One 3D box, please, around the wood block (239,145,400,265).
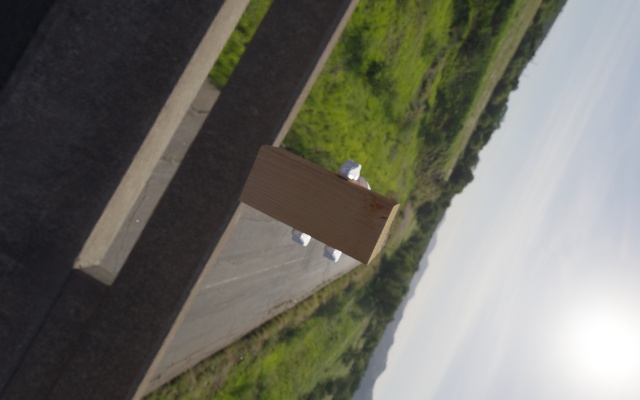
[{"bbox_3d":[0.000,0.002,0.699,0.206,0.091,0.090,25,9,13],"label":"wood block"}]
